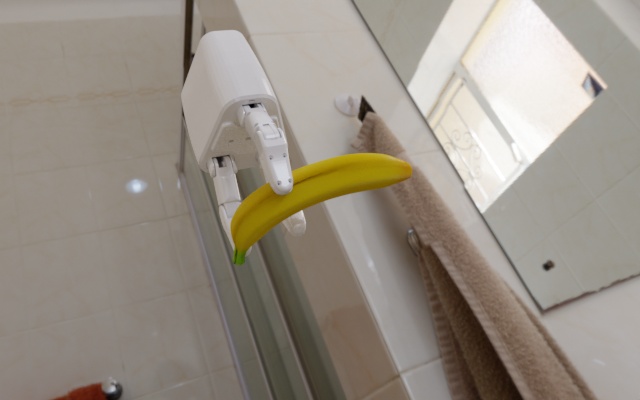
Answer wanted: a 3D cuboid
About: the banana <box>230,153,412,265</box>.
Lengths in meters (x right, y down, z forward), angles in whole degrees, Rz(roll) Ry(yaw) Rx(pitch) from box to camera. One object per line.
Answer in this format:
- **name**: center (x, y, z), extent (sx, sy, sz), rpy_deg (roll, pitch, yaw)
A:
- **banana**: center (-0.007, -0.006, 0.449), extent (0.198, 0.037, 0.070), rpy_deg (-26, -31, 0)
